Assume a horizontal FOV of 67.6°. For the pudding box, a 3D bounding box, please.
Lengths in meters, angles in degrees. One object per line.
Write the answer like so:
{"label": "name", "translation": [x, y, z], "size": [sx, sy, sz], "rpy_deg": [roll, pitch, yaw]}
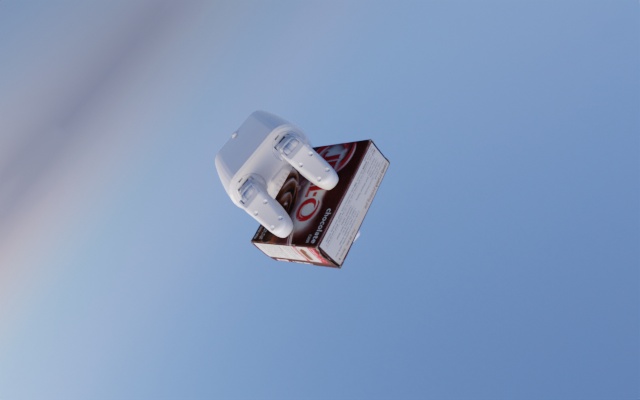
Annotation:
{"label": "pudding box", "translation": [0.000, 0.001, 0.424], "size": [0.090, 0.113, 0.039], "rpy_deg": [-2, -35, 48]}
